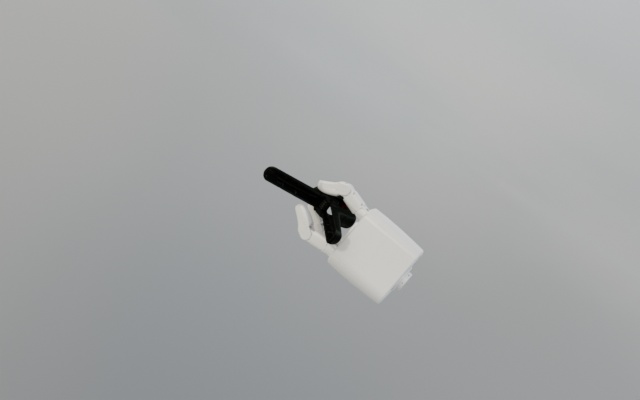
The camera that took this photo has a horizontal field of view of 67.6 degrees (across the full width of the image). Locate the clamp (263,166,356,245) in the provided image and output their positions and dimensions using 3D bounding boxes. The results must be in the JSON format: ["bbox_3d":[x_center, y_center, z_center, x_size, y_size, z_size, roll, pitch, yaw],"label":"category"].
[{"bbox_3d":[0.001,0.002,0.800,0.164,0.036,0.210,44,15,14],"label":"clamp"}]
